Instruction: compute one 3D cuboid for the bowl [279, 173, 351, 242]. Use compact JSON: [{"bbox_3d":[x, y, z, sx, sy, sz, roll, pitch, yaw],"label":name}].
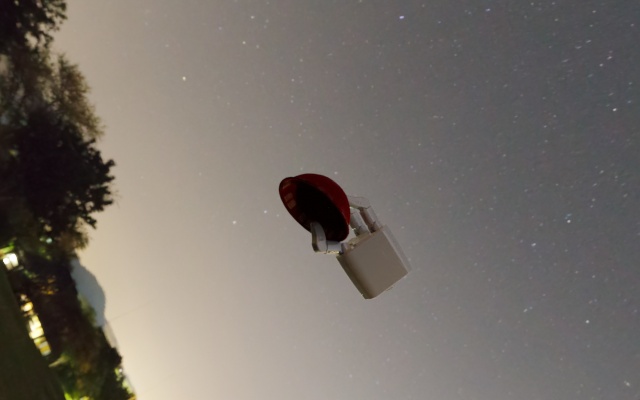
[{"bbox_3d":[0.000,0.002,0.897,0.162,0.162,0.055,0,41,50],"label":"bowl"}]
